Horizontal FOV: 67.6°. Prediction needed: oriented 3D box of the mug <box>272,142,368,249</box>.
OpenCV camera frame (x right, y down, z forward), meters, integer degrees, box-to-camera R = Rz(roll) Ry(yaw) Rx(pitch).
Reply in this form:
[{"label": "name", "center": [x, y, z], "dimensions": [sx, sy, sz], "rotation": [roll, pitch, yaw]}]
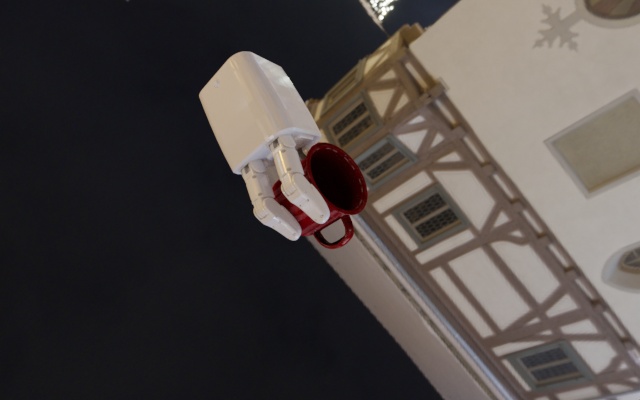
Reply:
[{"label": "mug", "center": [0.001, 0.003, 0.565], "dimensions": [0.081, 0.117, 0.093], "rotation": [-34, -13, 39]}]
